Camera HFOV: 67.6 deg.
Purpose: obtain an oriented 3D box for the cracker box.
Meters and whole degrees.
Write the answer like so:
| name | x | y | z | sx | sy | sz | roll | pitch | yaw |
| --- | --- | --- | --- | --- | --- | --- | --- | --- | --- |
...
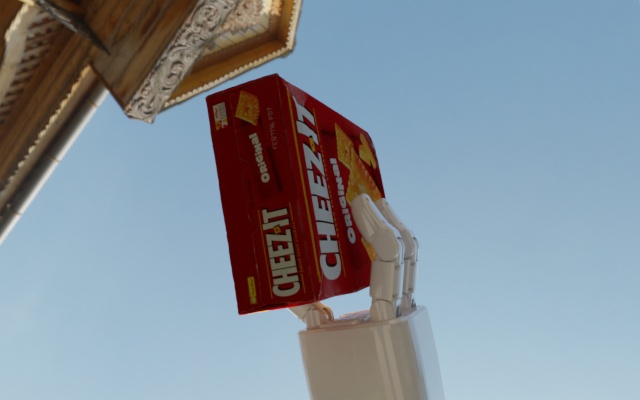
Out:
| name | x | y | z | sx | sy | sz | roll | pitch | yaw |
| --- | --- | --- | --- | --- | --- | --- | --- | --- | --- |
| cracker box | 0.000 | 0.001 | 0.425 | 0.072 | 0.164 | 0.214 | -14 | -9 | 22 |
